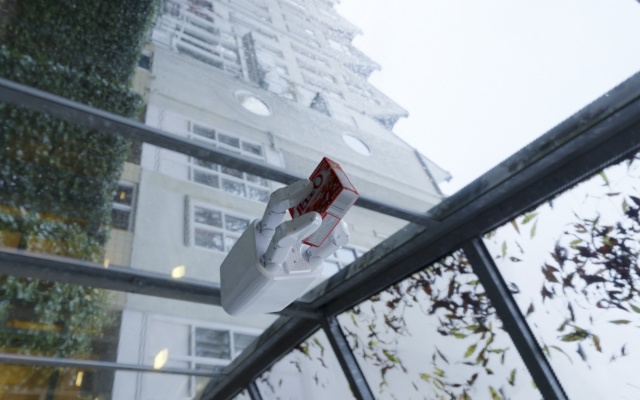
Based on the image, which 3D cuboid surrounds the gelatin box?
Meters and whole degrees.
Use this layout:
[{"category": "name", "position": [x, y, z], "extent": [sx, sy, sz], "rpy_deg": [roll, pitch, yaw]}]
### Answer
[{"category": "gelatin box", "position": [0.001, 0.002, 0.590], "extent": [0.030, 0.089, 0.073], "rpy_deg": [24, 23, -33]}]
